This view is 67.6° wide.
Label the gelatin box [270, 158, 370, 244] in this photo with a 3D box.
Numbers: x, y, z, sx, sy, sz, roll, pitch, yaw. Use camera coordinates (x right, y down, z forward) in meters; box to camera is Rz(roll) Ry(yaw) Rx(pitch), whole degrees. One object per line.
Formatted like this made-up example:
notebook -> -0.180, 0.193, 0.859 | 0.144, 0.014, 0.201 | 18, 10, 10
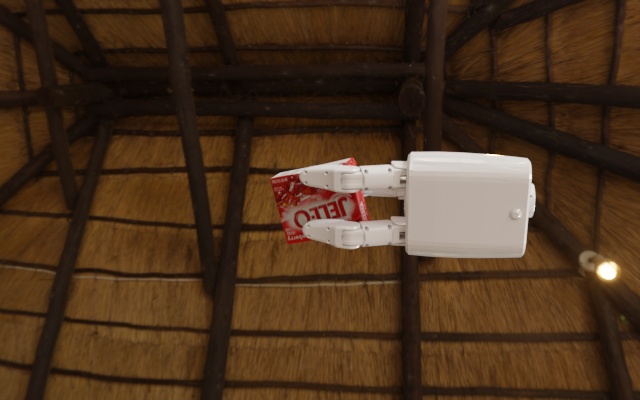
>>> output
gelatin box -> 0.000, 0.002, 0.490 | 0.089, 0.073, 0.030 | -10, 12, 22
